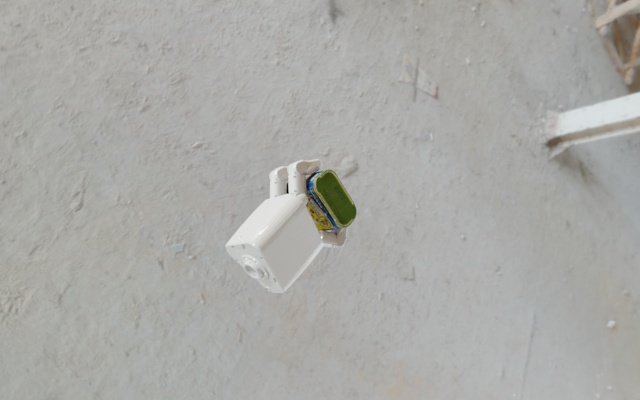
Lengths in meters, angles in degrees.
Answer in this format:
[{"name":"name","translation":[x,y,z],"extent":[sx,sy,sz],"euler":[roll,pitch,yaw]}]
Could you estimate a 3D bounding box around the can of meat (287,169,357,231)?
[{"name":"can of meat","translation":[0.000,0.003,0.777],"extent":[0.084,0.102,0.057],"euler":[-12,28,50]}]
